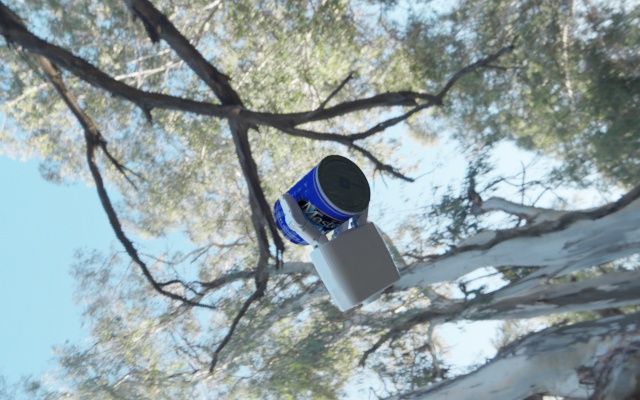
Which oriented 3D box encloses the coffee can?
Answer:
[{"bbox_3d":[0.000,0.002,0.788,0.103,0.102,0.140,0,-25,-38],"label":"coffee can"}]
